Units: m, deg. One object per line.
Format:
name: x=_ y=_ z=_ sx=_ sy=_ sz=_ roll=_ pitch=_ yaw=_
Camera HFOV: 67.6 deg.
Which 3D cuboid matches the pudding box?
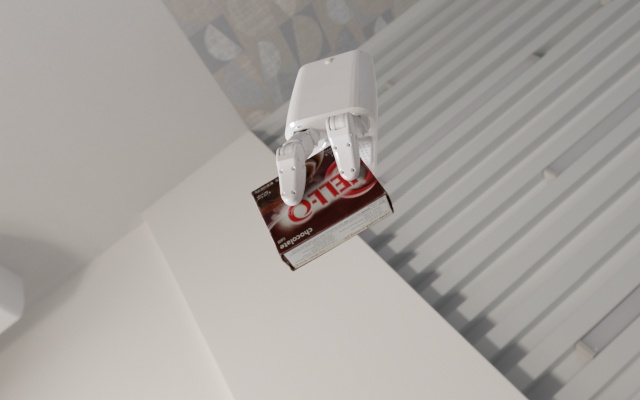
pudding box: x=0.000 y=0.002 z=0.458 sx=0.113 sy=0.090 sz=0.039 roll=-32 pitch=-43 yaw=1
